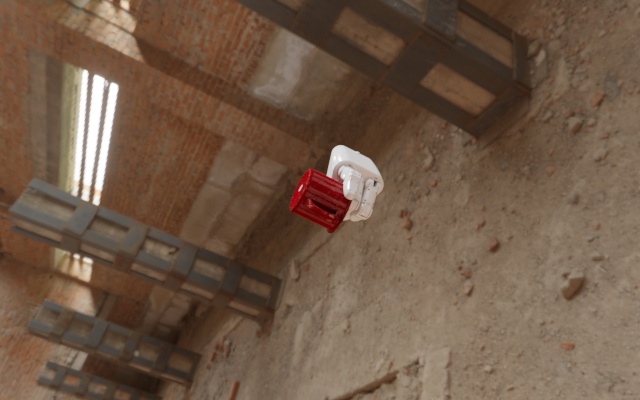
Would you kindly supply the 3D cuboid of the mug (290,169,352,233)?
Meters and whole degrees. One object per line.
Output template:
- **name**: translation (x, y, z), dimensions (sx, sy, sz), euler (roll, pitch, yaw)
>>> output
- **mug**: translation (0.000, 0.003, 0.802), dimensions (0.081, 0.093, 0.117), euler (25, 20, -13)
